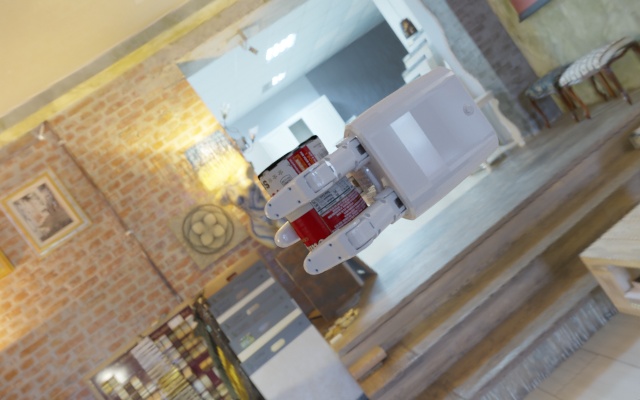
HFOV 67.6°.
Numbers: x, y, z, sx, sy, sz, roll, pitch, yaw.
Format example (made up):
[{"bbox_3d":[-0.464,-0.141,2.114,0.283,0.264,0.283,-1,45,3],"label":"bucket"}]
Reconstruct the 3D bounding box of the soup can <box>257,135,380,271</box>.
[{"bbox_3d":[-0.001,0.001,0.424,0.068,0.102,0.068,-36,3,2],"label":"soup can"}]
